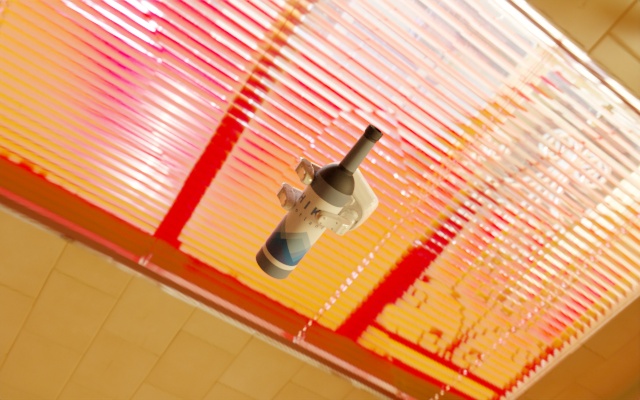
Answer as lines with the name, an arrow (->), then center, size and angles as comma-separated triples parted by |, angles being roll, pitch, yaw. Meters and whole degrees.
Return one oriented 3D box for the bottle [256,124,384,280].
bottle -> 0.000, 0.003, 0.763 | 0.069, 0.296, 0.069 | 31, 23, -15
